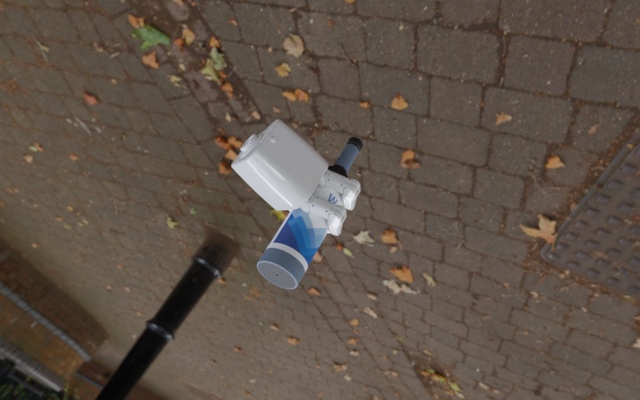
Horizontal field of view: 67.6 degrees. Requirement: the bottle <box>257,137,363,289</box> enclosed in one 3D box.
[{"bbox_3d":[0.000,0.003,0.766,0.069,0.295,0.069,21,-35,15],"label":"bottle"}]
